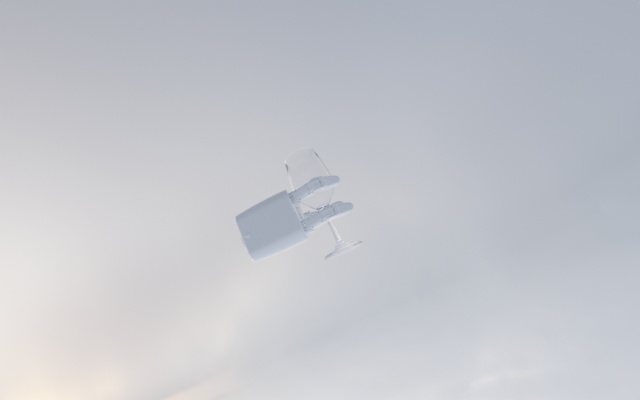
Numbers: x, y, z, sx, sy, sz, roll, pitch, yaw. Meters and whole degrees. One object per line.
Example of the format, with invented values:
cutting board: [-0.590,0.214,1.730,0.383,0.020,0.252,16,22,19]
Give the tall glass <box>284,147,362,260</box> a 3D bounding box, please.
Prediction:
tall glass: [0.001,0.003,0.875,0.079,0.201,0.079,-23,-15,-6]
